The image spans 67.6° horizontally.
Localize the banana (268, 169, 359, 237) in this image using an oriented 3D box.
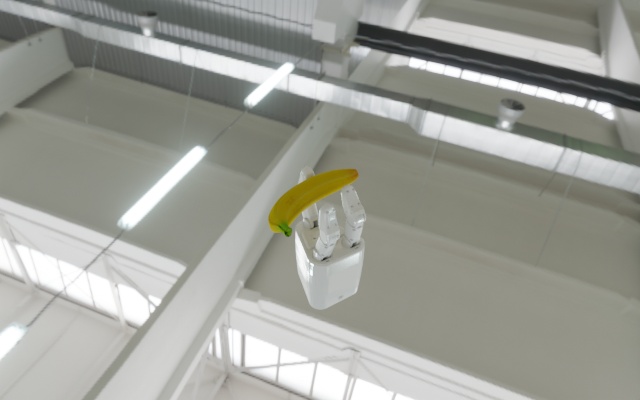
[{"bbox_3d":[-0.018,-0.001,0.693,0.069,0.037,0.197,16,37,27],"label":"banana"}]
